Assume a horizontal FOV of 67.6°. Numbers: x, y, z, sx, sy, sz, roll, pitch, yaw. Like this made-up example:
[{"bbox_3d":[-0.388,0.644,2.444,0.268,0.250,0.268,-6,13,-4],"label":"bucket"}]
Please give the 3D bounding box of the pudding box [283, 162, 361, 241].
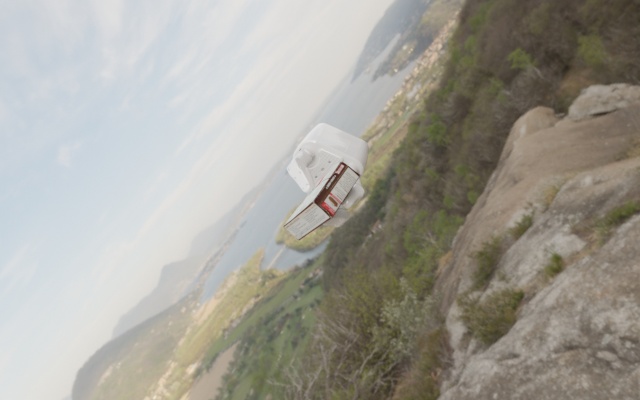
[{"bbox_3d":[0.000,0.002,0.705,0.039,0.090,0.113,38,-33,-7],"label":"pudding box"}]
